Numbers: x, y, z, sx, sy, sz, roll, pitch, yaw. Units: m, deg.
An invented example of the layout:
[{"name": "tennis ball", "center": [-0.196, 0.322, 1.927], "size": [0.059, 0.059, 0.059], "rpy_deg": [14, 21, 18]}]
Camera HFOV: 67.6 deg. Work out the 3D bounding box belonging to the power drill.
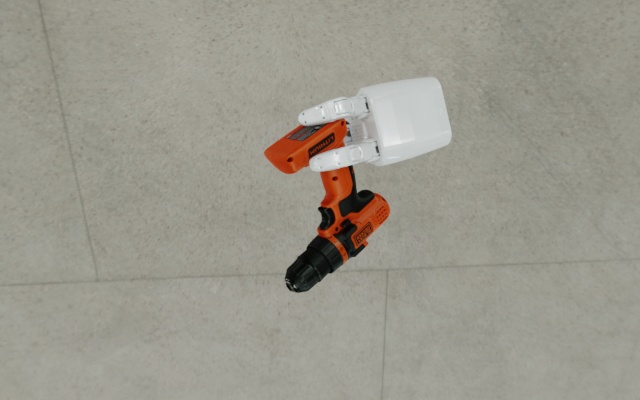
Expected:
[{"name": "power drill", "center": [0.000, 0.001, 0.602], "size": [0.057, 0.188, 0.184], "rpy_deg": [17, 49, 46]}]
